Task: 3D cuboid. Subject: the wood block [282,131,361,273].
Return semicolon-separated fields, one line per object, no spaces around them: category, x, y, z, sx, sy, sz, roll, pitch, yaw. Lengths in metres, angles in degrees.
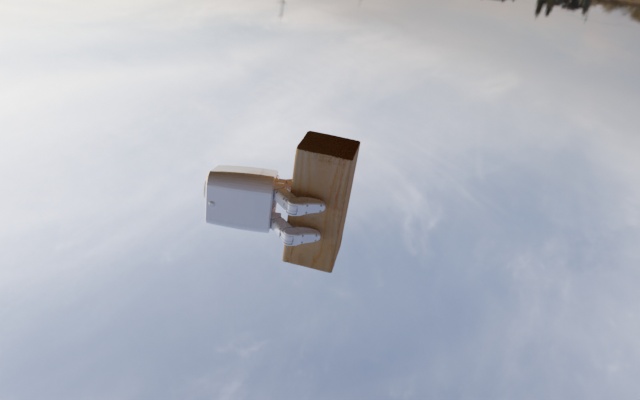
wood block;0.000;0.002;0.788;0.090;0.206;0.090;13;29;6
